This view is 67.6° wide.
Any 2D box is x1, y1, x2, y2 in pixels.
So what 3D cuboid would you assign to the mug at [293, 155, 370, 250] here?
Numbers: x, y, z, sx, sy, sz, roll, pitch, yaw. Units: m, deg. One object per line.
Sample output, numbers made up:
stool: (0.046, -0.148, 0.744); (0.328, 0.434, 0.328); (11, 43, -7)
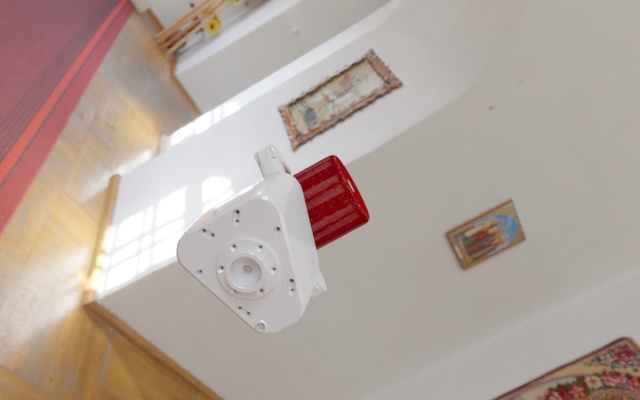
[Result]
mug: (0.000, 0.001, 0.520); (0.081, 0.093, 0.117); (-29, 10, 9)
